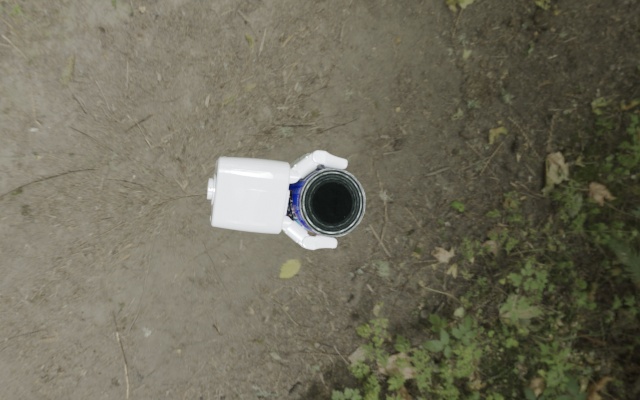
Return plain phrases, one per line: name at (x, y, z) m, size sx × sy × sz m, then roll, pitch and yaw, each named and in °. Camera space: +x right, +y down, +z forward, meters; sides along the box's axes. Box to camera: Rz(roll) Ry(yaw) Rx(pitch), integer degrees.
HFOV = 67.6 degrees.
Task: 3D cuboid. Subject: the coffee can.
coffee can at (0.000, 0.003, 0.765) m, size 0.103 × 0.103 × 0.140 m, roll 0°, pitch 1°, yaw -16°
